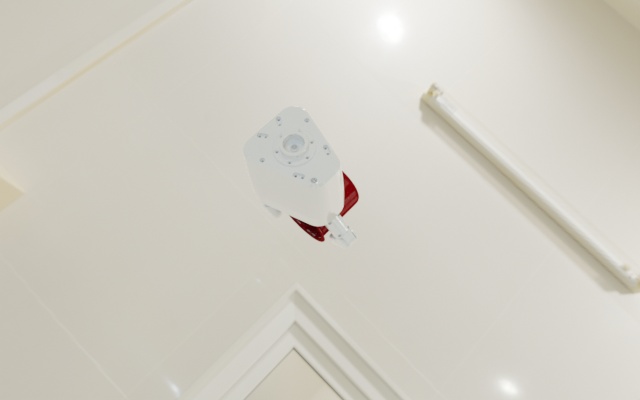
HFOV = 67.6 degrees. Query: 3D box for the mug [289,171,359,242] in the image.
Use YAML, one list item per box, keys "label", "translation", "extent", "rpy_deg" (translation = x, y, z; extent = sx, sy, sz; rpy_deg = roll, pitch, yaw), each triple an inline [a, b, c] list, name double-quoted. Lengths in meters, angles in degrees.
- label: "mug"
  translation: [0.000, 0.003, 0.684]
  extent: [0.093, 0.081, 0.117]
  rpy_deg: [41, -16, 18]
